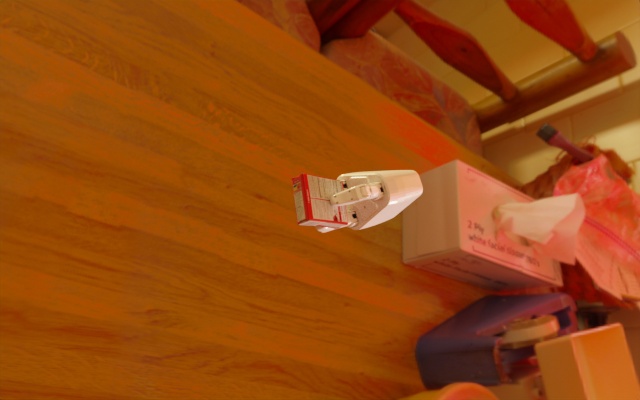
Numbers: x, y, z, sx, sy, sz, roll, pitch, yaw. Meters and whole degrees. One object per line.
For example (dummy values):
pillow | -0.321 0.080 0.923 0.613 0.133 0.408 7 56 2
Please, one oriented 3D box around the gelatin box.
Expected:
gelatin box | 0.000 0.002 0.727 0.030 0.073 0.089 -22 -21 40
